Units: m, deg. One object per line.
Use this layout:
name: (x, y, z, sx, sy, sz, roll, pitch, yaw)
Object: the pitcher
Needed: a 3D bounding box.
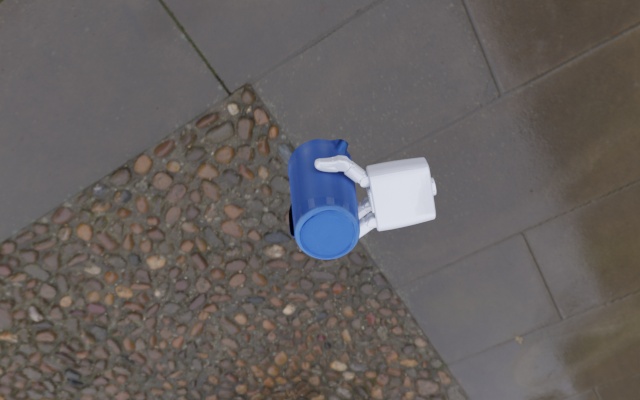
pitcher: (0.000, 0.003, 0.874, 0.145, 0.149, 0.242, -9, 31, 3)
